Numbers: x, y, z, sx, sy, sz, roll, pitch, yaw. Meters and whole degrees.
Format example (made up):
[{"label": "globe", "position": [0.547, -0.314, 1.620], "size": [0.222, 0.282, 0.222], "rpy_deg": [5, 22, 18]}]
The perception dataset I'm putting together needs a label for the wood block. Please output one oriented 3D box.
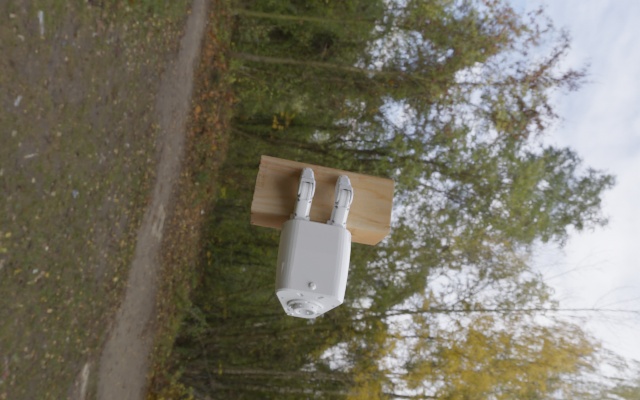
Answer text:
[{"label": "wood block", "position": [0.000, 0.003, 0.746], "size": [0.206, 0.090, 0.091], "rpy_deg": [11, -18, -6]}]
